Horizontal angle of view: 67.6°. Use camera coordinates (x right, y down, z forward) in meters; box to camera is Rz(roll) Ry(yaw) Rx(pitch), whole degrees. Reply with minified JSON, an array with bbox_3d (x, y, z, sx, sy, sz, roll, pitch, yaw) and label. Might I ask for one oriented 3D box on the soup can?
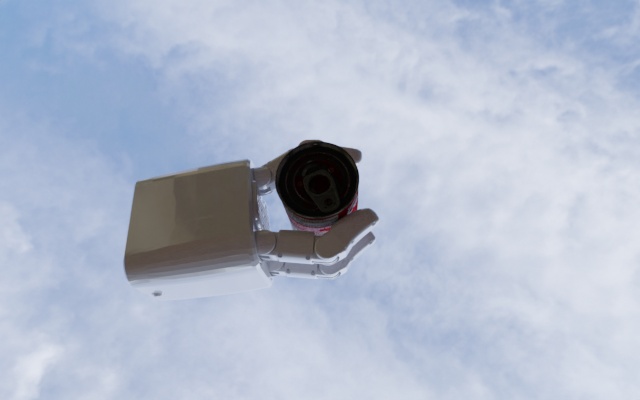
[{"bbox_3d":[0.001,0.001,0.428,0.068,0.068,0.102,0,-22,4],"label":"soup can"}]
